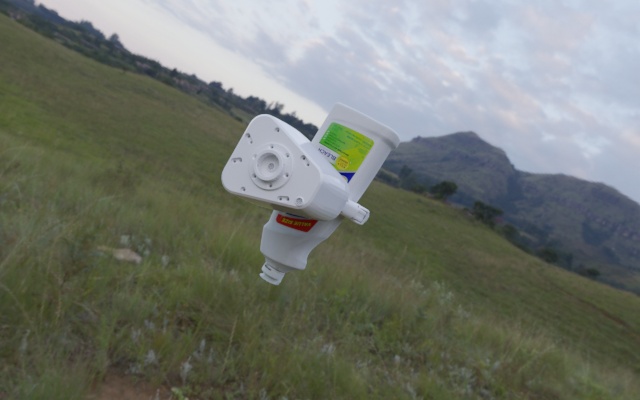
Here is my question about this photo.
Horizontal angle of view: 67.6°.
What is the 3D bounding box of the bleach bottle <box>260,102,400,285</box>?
[{"bbox_3d":[0.000,0.002,0.636,0.102,0.251,0.068,30,2,17],"label":"bleach bottle"}]
